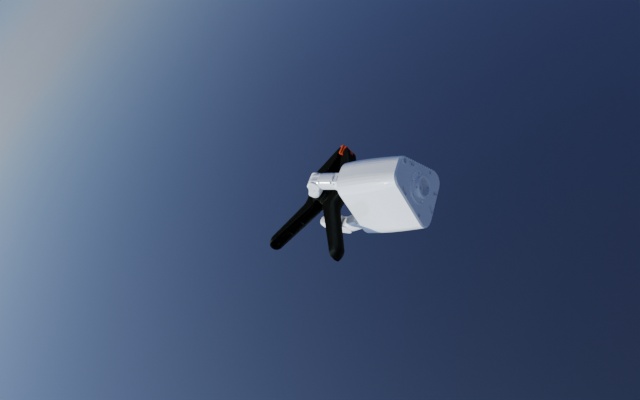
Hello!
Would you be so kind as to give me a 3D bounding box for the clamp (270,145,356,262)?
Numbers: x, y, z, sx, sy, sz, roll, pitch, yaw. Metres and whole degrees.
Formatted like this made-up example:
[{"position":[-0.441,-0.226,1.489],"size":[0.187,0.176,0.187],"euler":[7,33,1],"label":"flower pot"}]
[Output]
[{"position":[0.000,0.002,0.799],"size":[0.164,0.210,0.036],"euler":[-4,-33,43],"label":"clamp"}]
